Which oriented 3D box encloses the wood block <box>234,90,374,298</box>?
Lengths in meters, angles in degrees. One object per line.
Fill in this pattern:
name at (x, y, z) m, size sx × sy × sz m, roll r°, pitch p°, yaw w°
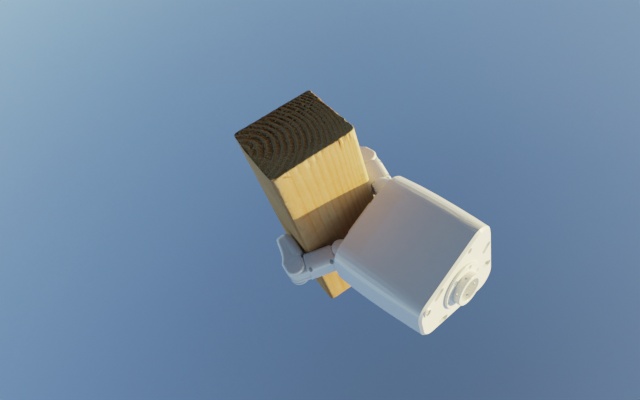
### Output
wood block at (0.000, 0.002, 0.513) m, size 0.091 × 0.206 × 0.090 m, roll -33°, pitch 47°, yaw -10°
